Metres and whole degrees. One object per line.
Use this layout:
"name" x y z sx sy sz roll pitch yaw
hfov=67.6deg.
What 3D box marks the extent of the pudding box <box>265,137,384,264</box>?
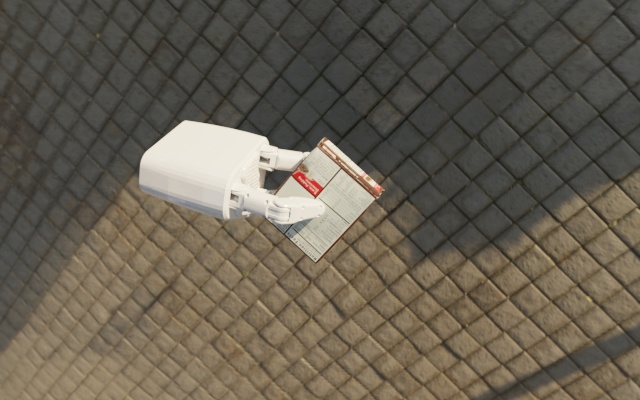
"pudding box" 0.000 0.002 0.533 0.090 0.113 0.039 42 25 0
